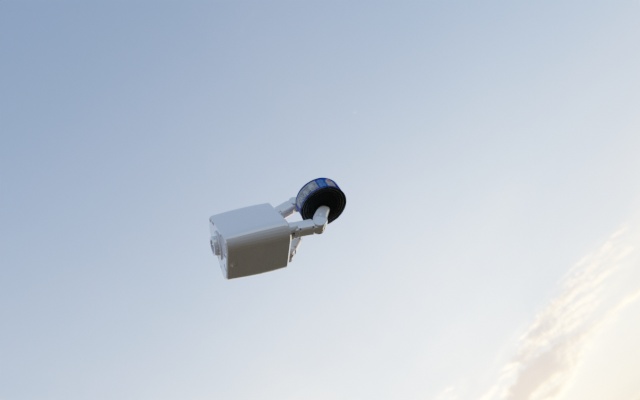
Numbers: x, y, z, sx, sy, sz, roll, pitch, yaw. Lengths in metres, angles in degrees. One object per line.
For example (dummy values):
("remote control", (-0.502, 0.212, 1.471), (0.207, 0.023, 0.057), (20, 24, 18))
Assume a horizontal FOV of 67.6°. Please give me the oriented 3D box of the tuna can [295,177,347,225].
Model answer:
("tuna can", (0.000, 0.002, 0.839), (0.086, 0.086, 0.033), (0, 35, -28))
